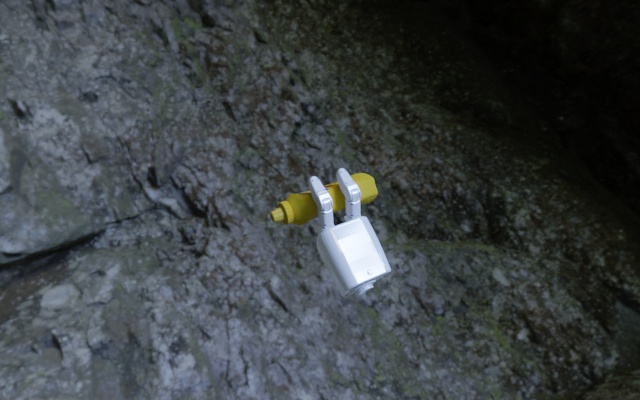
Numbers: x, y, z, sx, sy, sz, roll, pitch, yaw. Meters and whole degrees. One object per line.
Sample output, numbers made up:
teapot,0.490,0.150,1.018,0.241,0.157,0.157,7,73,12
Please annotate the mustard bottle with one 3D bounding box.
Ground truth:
mustard bottle,0.000,0.002,0.856,0.191,0.058,0.096,-18,6,-24
